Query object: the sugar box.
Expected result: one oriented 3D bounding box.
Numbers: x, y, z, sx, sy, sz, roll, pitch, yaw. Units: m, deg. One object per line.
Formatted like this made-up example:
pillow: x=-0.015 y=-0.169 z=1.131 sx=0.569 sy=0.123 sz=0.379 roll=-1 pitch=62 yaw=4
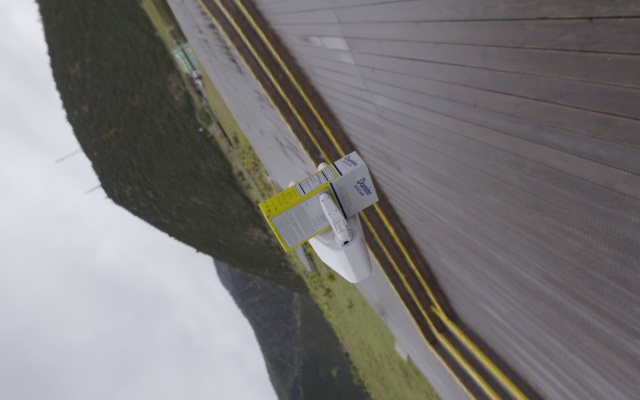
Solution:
sugar box: x=0.000 y=0.002 z=0.765 sx=0.176 sy=0.093 sz=0.048 roll=-30 pitch=45 yaw=-6
